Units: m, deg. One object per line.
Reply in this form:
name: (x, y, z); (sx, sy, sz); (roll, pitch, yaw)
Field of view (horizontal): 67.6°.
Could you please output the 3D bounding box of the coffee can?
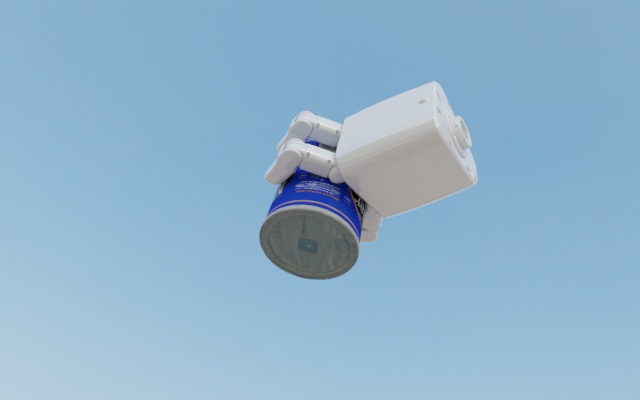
coffee can: (0.000, 0.002, 0.531); (0.103, 0.103, 0.140); (0, 41, 14)
